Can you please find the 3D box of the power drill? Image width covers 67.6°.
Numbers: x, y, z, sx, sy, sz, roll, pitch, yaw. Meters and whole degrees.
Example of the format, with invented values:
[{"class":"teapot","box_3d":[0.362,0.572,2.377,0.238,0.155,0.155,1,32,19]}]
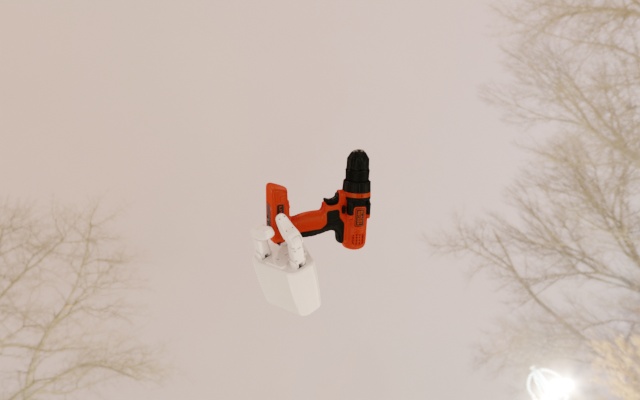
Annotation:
[{"class":"power drill","box_3d":[0.000,0.003,0.840,0.187,0.184,0.057,-3,14,-16]}]
